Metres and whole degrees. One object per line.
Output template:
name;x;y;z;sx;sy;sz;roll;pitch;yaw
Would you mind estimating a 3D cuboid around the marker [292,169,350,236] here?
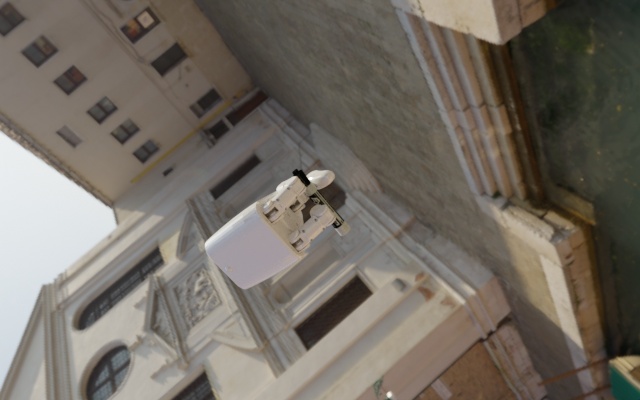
marker;0.000;0.002;0.694;0.020;0.121;0.020;-36;16;13
